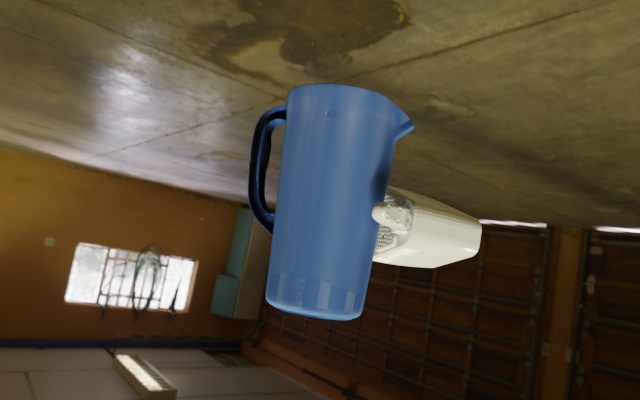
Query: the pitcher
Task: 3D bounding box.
[{"bbox_3d":[0.000,0.002,0.540,0.145,0.243,0.149,12,-7,-26],"label":"pitcher"}]
